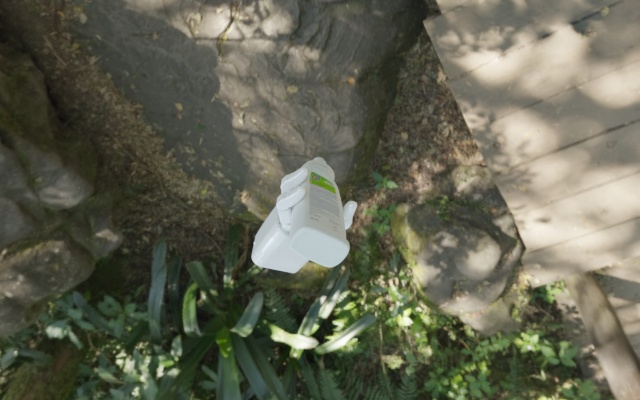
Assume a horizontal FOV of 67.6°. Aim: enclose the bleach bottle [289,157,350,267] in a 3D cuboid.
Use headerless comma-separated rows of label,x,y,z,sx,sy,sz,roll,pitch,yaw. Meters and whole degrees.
bleach bottle,0.000,0.003,0.886,0.102,0.068,0.250,27,34,-17
